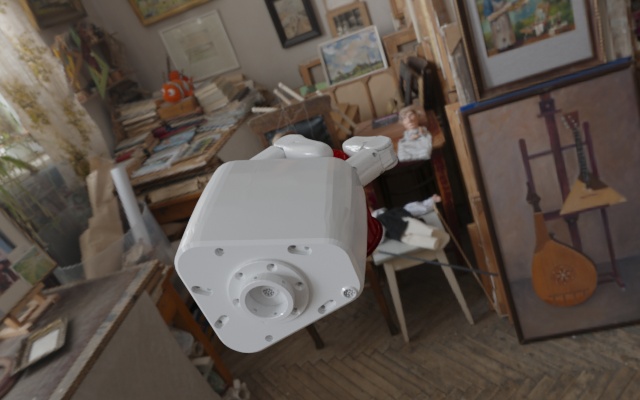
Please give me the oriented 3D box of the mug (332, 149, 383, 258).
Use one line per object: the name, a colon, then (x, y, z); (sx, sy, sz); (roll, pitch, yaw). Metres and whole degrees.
mug: (0.000, 0.001, 0.439); (0.093, 0.081, 0.117); (-18, 27, 11)
